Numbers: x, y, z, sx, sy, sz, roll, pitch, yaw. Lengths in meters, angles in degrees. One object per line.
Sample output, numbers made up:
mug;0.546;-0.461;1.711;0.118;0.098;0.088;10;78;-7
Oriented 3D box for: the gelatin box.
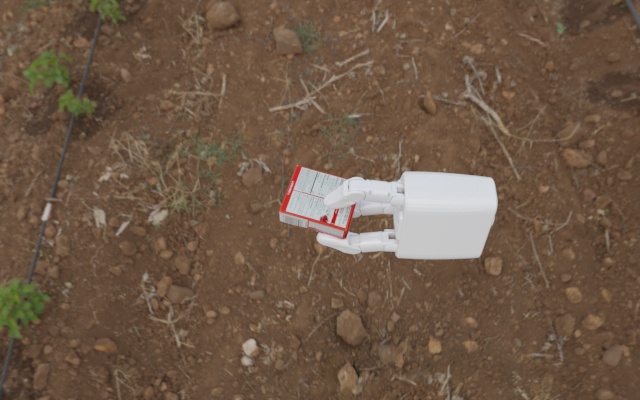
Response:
gelatin box;0.000;0.002;0.606;0.089;0.073;0.030;16;-29;4
